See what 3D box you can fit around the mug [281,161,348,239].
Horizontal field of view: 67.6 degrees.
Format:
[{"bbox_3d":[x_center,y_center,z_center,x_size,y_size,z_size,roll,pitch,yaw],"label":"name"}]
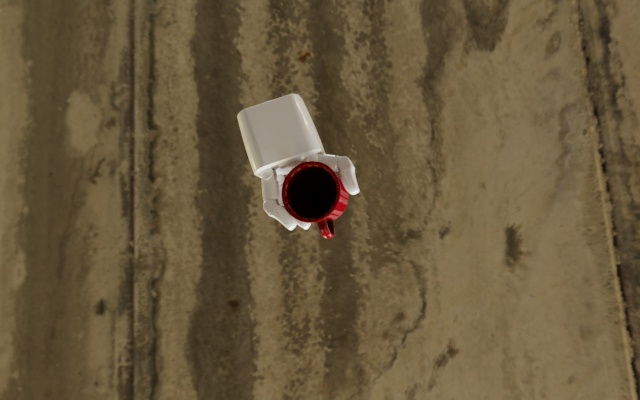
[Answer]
[{"bbox_3d":[0.001,0.004,0.745,0.093,0.117,0.081,-21,-12,13],"label":"mug"}]
